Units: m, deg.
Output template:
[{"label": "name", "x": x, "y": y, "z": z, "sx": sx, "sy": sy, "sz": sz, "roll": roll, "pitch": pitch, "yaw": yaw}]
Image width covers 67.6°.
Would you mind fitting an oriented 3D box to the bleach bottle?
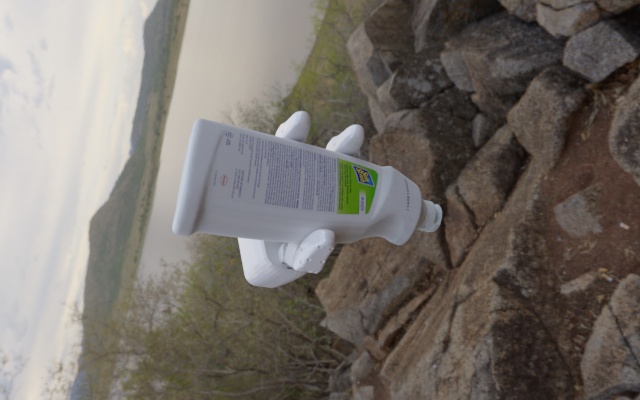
[{"label": "bleach bottle", "x": 0.000, "y": 0.001, "z": 0.445, "sx": 0.251, "sy": 0.102, "sz": 0.068, "roll": 12, "pitch": -24, "yaw": -19}]
